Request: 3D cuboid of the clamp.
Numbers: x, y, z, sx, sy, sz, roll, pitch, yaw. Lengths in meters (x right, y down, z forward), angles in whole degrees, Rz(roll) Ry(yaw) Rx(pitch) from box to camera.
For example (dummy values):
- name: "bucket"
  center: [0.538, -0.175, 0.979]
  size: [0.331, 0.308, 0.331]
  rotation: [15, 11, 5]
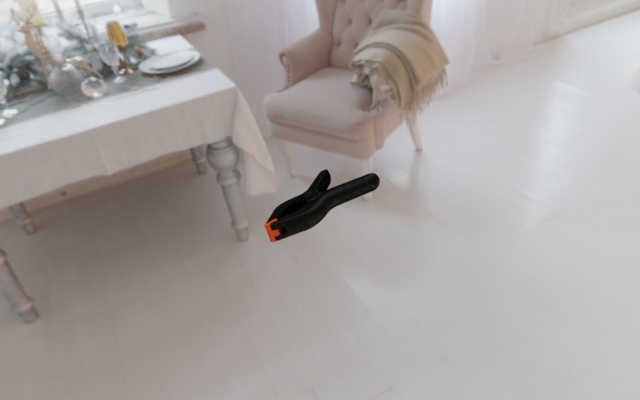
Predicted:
- name: "clamp"
  center: [0.000, 0.002, 0.662]
  size: [0.120, 0.039, 0.171]
  rotation: [-5, 29, 46]
